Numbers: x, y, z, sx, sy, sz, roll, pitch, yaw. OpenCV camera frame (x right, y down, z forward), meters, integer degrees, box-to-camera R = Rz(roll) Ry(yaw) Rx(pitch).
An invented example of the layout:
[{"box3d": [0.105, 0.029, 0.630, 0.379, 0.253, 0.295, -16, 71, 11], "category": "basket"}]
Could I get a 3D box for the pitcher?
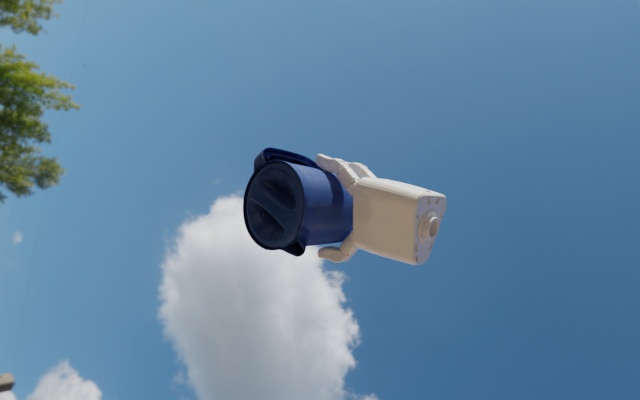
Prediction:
[{"box3d": [0.000, 0.003, 0.786, 0.145, 0.149, 0.243, 14, 7, 40], "category": "pitcher"}]
